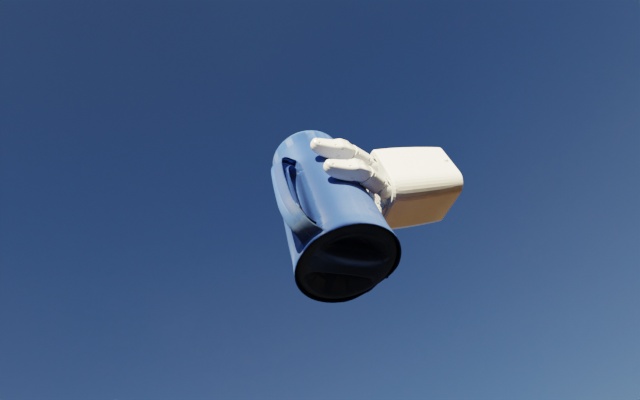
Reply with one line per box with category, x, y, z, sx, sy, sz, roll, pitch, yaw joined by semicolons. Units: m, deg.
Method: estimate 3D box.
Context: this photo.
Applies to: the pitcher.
pitcher;0.000;0.002;0.646;0.145;0.149;0.242;-6;40;-14
